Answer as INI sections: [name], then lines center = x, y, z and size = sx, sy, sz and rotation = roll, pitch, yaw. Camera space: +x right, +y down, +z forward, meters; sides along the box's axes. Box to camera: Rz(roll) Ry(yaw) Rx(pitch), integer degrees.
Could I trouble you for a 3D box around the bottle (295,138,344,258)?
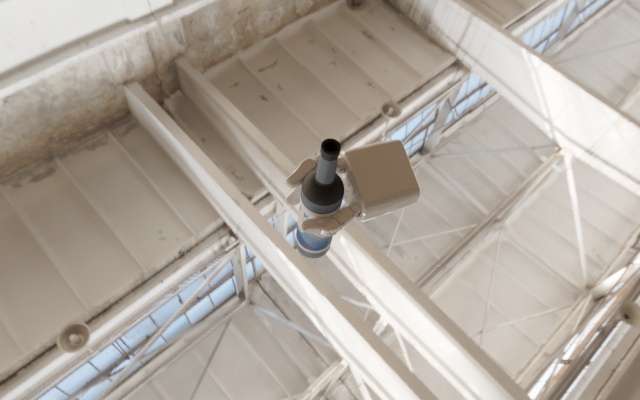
[bottle]
center = 0.000, 0.003, 0.763
size = 0.069, 0.069, 0.296
rotation = 0, -31, -6
